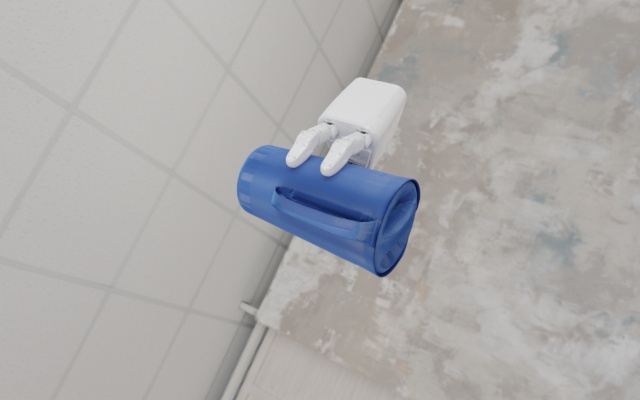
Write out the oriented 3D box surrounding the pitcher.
[{"bbox_3d":[0.000,0.002,0.655,0.243,0.145,0.149,19,-32,28],"label":"pitcher"}]
